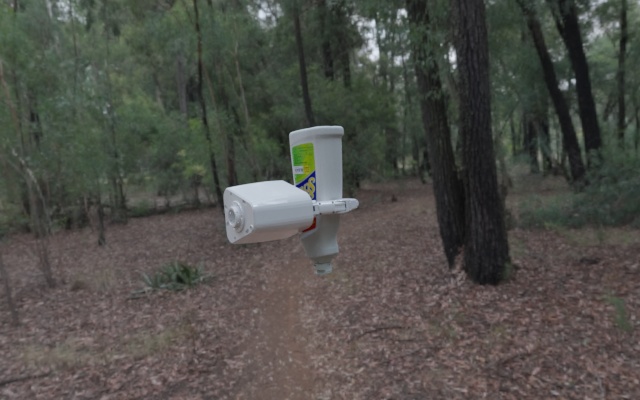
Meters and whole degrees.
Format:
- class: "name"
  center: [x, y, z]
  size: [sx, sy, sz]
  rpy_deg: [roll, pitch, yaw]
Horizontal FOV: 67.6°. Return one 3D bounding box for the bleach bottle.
- class: "bleach bottle"
  center: [0.000, 0.003, 0.827]
  size: [0.068, 0.251, 0.102]
  rpy_deg: [-7, 4, -37]
